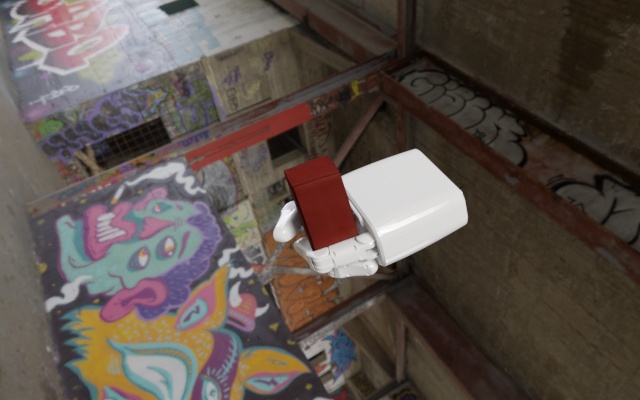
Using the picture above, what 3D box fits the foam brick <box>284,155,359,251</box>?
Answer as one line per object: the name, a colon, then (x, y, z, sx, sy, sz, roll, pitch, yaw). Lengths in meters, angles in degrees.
foam brick: (0.000, 0.001, 0.494, 0.051, 0.078, 0.053, -20, 28, -3)
